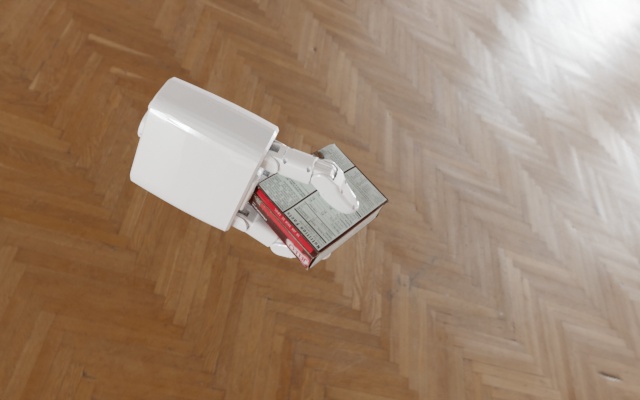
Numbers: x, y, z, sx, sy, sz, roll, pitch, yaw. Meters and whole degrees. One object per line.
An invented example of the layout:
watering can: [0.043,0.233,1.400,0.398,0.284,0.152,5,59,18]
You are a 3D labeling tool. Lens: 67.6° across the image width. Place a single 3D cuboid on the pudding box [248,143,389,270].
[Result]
pudding box: [0.000,0.001,0.474,0.113,0.090,0.039,-33,-14,-35]
